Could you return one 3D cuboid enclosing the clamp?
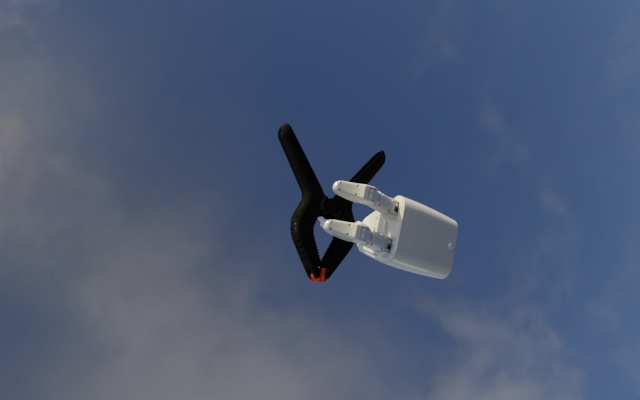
[{"bbox_3d":[0.000,0.003,0.649,0.164,0.210,0.036,19,-17,-20],"label":"clamp"}]
